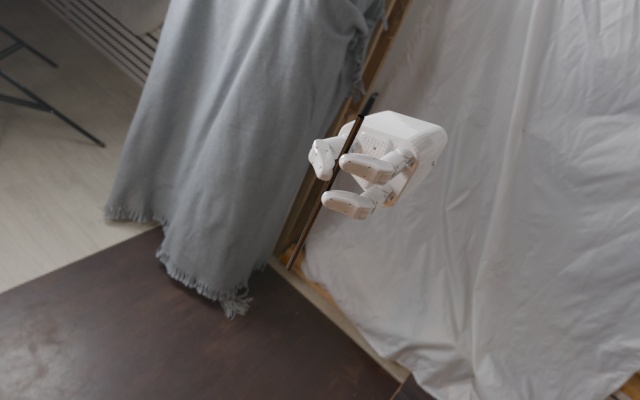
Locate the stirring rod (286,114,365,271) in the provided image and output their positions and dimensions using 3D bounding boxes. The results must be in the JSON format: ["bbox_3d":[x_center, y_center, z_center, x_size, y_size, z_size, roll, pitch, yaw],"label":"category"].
[{"bbox_3d":[0.000,0.002,0.562,0.011,0.240,0.011,16,37,-13],"label":"stirring rod"}]
